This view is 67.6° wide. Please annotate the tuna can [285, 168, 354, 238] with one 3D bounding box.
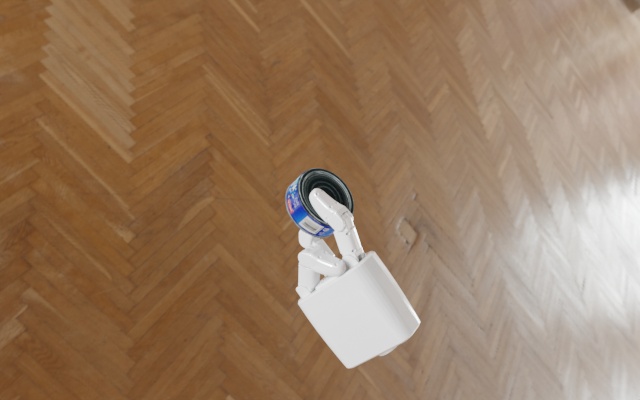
[{"bbox_3d":[0.000,0.002,0.607,0.086,0.086,0.034,0,-28,-36],"label":"tuna can"}]
